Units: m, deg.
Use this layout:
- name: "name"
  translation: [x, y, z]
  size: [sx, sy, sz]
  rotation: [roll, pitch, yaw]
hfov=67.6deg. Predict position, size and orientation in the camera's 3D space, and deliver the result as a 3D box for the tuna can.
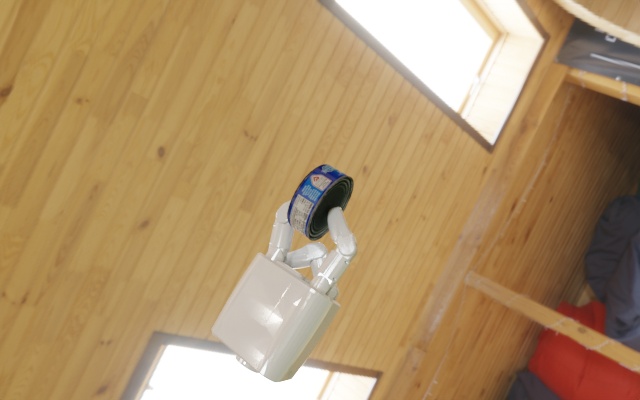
- name: "tuna can"
  translation: [0.000, 0.001, 0.551]
  size: [0.033, 0.086, 0.086]
  rotation: [33, 13, 21]
